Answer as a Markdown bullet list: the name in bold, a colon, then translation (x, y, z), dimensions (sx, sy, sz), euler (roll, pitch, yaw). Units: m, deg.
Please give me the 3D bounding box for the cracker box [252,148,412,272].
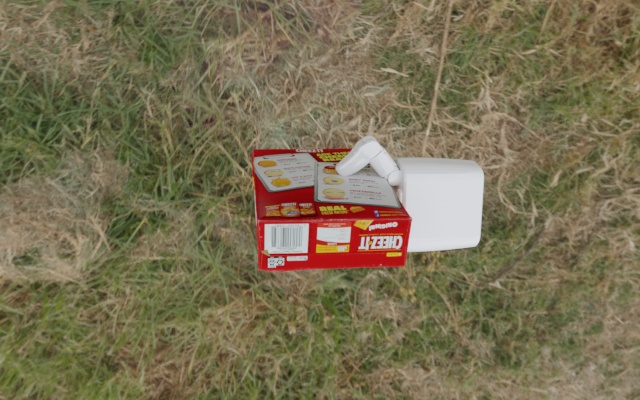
- **cracker box**: translation (0.000, 0.002, 0.591), dimensions (0.164, 0.072, 0.213), euler (-1, 26, -9)
